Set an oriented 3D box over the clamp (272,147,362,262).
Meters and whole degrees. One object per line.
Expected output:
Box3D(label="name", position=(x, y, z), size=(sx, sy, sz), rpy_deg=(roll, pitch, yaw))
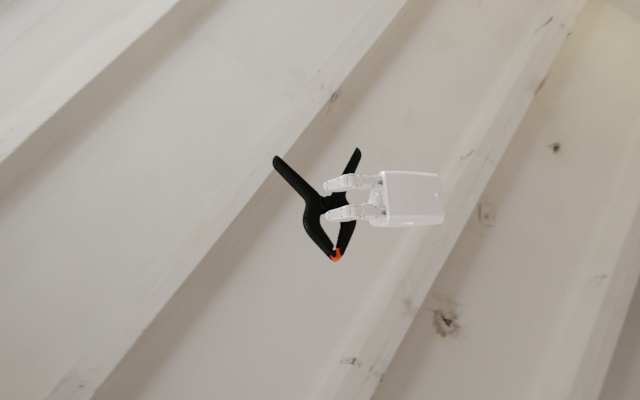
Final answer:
Box3D(label="clamp", position=(0.000, 0.004, 0.838), size=(0.164, 0.210, 0.036), rpy_deg=(-1, -19, -9))
